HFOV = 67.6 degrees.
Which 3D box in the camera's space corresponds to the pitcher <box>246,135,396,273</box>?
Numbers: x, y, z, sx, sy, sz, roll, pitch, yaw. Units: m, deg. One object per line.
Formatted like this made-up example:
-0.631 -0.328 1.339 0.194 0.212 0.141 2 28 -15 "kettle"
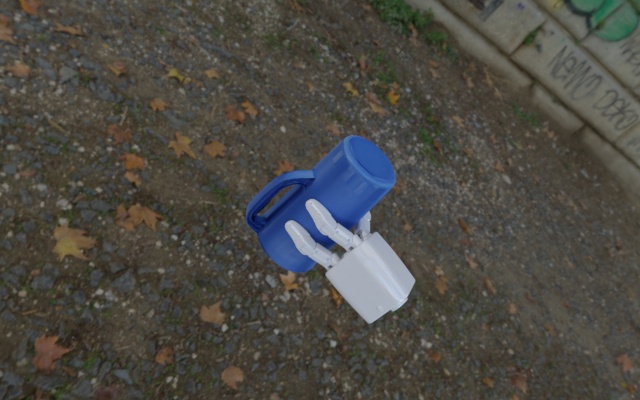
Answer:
0.000 0.003 0.799 0.243 0.145 0.149 -45 -11 33 "pitcher"
